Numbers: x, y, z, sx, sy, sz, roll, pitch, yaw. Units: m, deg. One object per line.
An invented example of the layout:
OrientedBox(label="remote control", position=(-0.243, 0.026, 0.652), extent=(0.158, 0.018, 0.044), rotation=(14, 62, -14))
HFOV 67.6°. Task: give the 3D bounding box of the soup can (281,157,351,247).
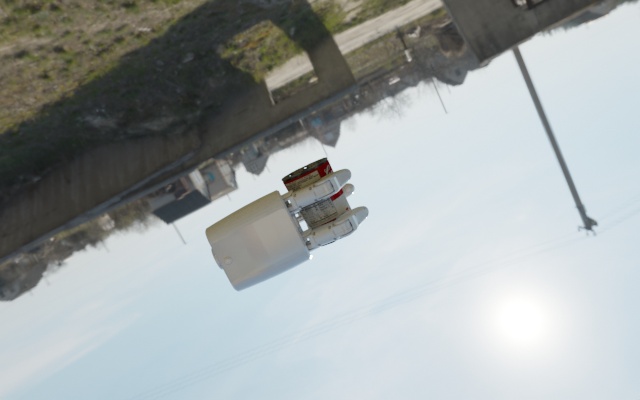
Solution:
OrientedBox(label="soup can", position=(0.001, 0.002, 0.640), extent=(0.068, 0.102, 0.068), rotation=(-25, 9, 4))
